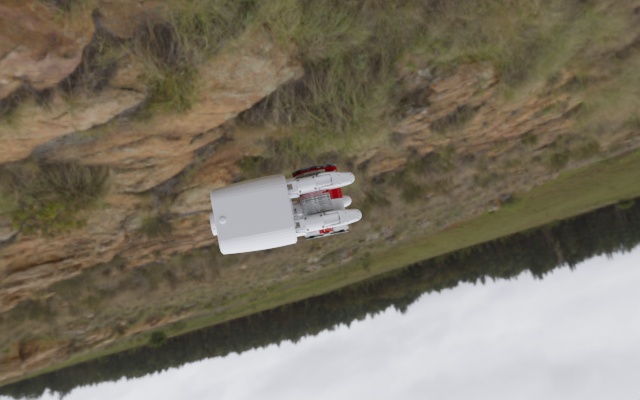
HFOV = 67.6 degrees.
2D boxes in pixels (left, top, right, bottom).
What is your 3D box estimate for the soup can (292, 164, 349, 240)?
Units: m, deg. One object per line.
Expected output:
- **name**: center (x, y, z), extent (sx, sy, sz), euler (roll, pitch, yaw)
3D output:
- **soup can**: center (0.001, 0.003, 0.712), extent (0.068, 0.102, 0.068), euler (-11, -4, -1)
